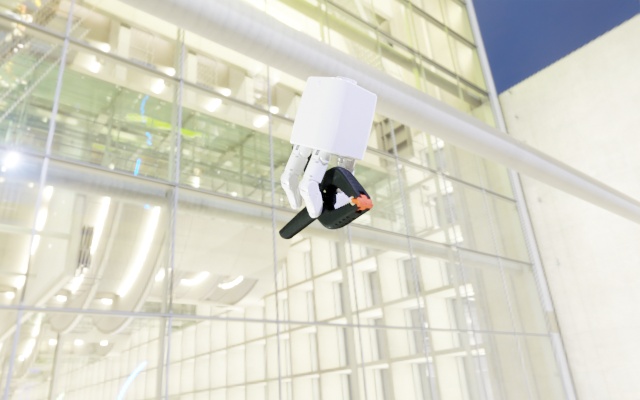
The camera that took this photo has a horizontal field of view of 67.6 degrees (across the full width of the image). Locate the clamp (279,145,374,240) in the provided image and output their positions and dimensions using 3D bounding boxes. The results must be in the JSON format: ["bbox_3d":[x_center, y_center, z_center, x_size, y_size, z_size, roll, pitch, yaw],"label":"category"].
[{"bbox_3d":[0.001,0.002,0.745,0.036,0.164,0.210,7,9,-36],"label":"clamp"}]
